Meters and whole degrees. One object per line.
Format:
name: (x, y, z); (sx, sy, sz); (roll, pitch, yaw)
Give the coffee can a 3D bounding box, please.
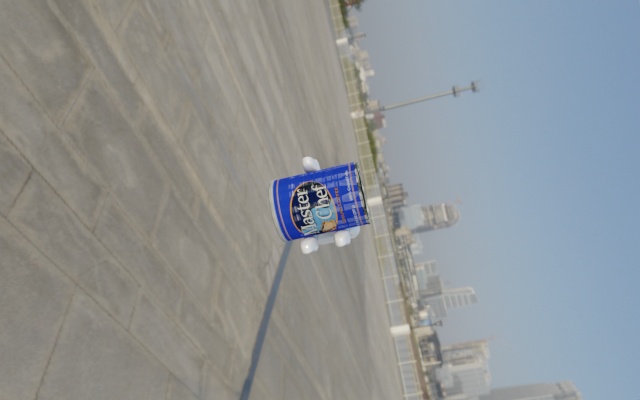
coffee can: (0.000, 0.002, 0.759); (0.140, 0.103, 0.103); (-12, -2, 8)
